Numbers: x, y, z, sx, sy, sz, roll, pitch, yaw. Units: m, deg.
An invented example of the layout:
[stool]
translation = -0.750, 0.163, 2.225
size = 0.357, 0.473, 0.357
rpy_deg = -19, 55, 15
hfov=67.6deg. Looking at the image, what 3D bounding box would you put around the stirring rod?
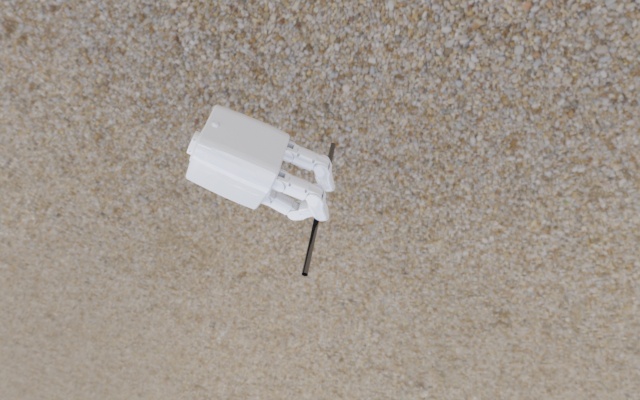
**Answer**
[stirring rod]
translation = 0.000, 0.002, 0.671
size = 0.011, 0.239, 0.011
rpy_deg = 7, -40, 6
